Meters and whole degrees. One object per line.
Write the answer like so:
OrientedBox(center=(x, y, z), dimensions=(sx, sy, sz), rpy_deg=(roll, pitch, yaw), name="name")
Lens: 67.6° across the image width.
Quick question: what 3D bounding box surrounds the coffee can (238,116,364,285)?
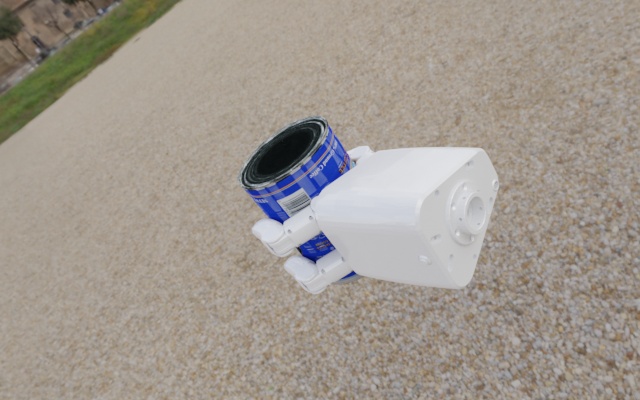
OrientedBox(center=(0.000, 0.002, 0.482), dimensions=(0.103, 0.102, 0.140), rpy_deg=(0, -44, 48), name="coffee can")
